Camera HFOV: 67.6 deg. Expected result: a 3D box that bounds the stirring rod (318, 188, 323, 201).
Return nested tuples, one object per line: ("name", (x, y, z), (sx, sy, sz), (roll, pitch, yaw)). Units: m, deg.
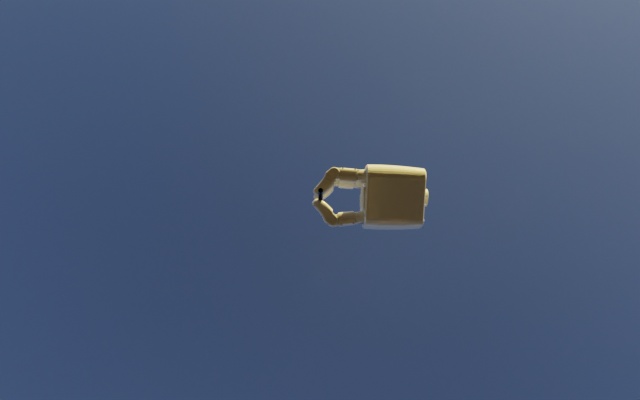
("stirring rod", (0.000, 0.003, 0.895), (0.011, 0.011, 0.239), (0, -9, 0))
